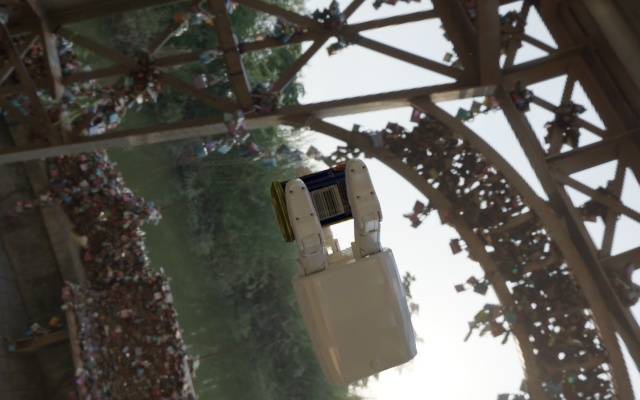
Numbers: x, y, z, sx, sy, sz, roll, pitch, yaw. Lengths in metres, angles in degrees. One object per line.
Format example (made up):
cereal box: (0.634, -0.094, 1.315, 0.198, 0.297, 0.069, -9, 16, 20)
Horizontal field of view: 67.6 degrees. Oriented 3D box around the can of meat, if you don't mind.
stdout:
can of meat: (0.000, 0.001, 0.462, 0.084, 0.057, 0.102, -16, -3, -8)
